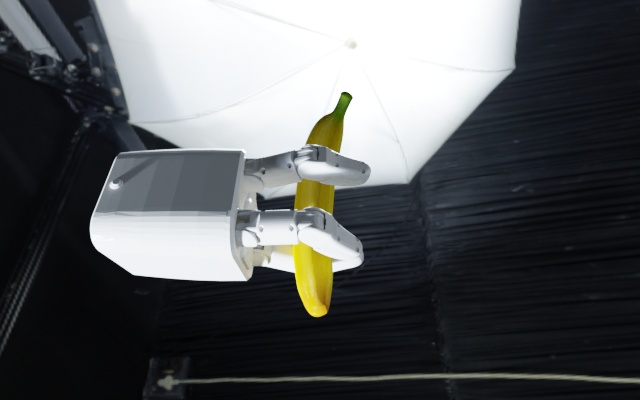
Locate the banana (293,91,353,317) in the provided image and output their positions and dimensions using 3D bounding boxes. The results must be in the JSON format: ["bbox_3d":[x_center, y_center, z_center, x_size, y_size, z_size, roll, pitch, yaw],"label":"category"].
[{"bbox_3d":[-0.003,0.003,0.424,0.037,0.197,0.070,8,-17,-9],"label":"banana"}]
